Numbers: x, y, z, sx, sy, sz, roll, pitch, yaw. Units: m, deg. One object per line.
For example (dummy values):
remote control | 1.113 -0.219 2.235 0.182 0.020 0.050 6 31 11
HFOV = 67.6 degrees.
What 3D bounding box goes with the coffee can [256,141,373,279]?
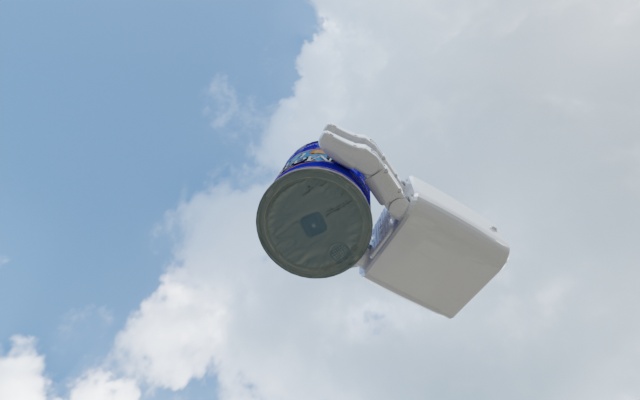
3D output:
coffee can | 0.000 0.002 0.480 0.103 0.103 0.140 0 17 5
